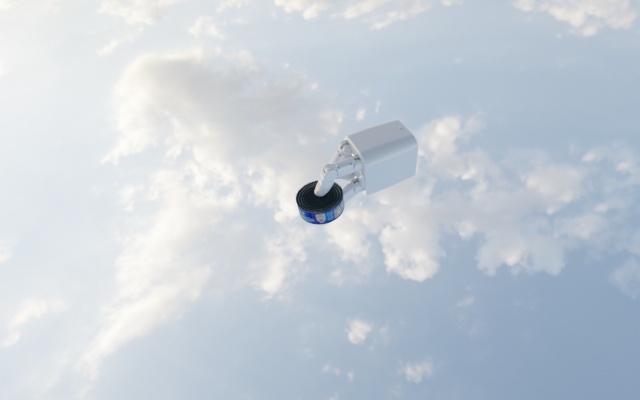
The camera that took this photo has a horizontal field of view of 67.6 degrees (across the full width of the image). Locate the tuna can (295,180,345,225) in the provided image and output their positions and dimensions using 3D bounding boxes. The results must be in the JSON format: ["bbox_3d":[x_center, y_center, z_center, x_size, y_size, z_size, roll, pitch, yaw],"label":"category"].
[{"bbox_3d":[0.000,0.003,0.855,0.086,0.034,0.086,-6,42,6],"label":"tuna can"}]
